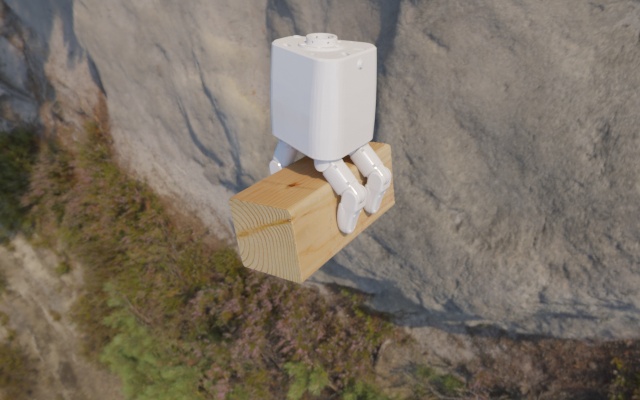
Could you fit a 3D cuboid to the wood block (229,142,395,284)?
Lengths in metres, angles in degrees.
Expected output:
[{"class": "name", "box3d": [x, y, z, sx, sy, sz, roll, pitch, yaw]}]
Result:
[{"class": "wood block", "box3d": [0.000, 0.002, 0.582, 0.091, 0.090, 0.206, 10, 30, 36]}]
